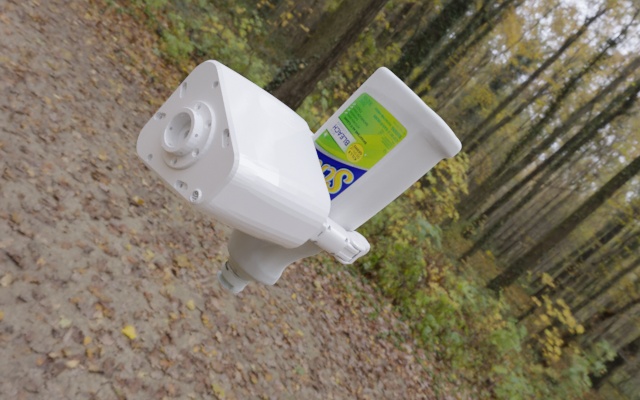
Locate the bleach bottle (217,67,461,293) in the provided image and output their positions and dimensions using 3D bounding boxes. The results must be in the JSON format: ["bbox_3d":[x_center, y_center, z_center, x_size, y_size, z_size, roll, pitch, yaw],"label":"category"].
[{"bbox_3d":[0.000,0.001,0.442,0.068,0.251,0.102,28,21,-54],"label":"bleach bottle"}]
